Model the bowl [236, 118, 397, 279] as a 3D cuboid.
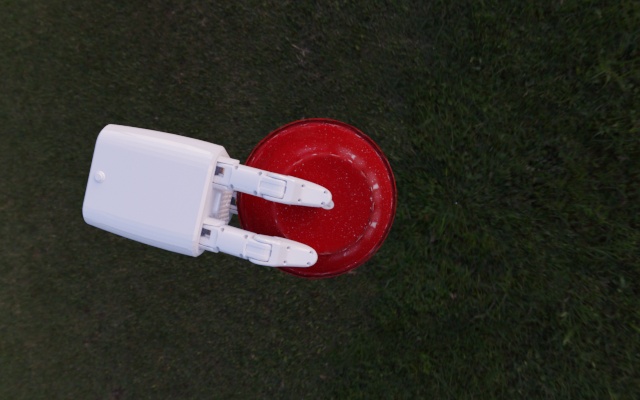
[{"bbox_3d":[0.001,0.001,0.454,0.162,0.162,0.055,0,5,-6],"label":"bowl"}]
